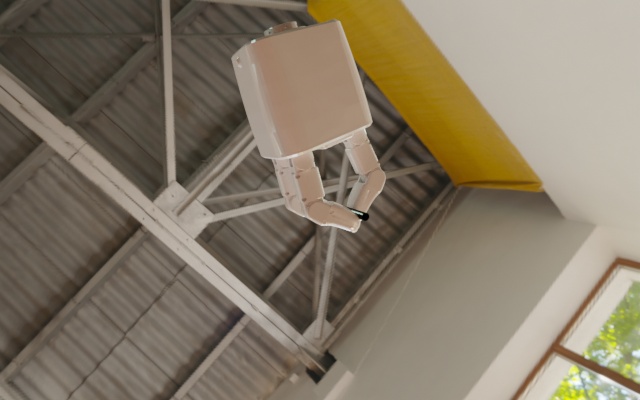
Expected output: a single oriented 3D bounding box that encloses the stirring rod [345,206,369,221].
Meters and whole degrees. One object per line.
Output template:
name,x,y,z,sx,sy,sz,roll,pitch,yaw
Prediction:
stirring rod,0.000,0.002,0.567,0.011,0.011,0.239,0,7,-21
